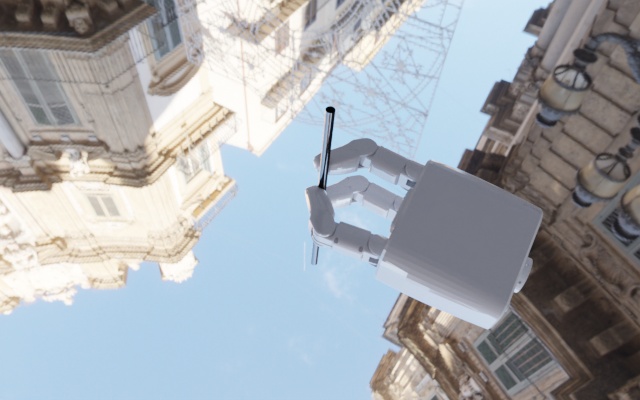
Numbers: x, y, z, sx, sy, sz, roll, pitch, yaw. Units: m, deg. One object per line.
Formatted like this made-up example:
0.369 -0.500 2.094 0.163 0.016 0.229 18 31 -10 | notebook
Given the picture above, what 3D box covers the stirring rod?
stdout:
0.000 0.002 0.462 0.011 0.011 0.240 0 -36 -4 | stirring rod
